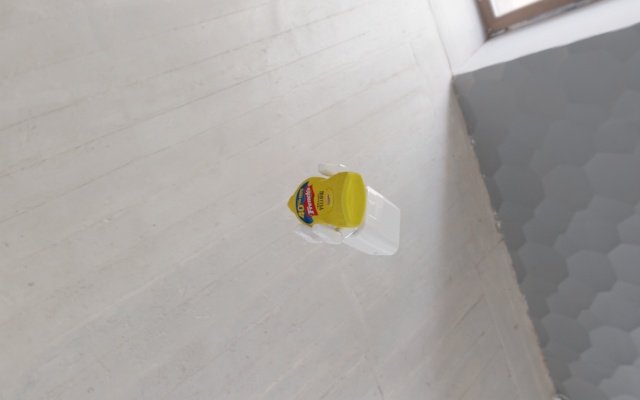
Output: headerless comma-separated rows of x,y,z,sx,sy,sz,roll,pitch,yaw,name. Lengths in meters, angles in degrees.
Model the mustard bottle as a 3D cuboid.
0.000,0.003,0.876,0.058,0.096,0.191,3,-4,-38,mustard bottle
